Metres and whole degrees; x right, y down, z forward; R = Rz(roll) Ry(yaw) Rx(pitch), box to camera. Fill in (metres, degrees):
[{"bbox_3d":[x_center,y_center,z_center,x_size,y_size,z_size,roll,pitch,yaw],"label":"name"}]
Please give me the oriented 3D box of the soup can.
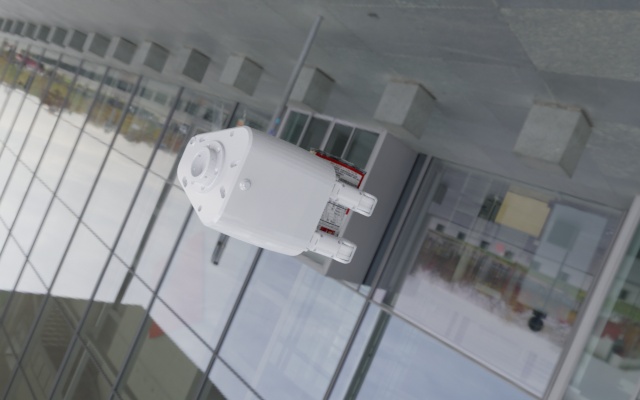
[{"bbox_3d":[0.000,0.002,0.528,0.068,0.102,0.068,23,1,0],"label":"soup can"}]
